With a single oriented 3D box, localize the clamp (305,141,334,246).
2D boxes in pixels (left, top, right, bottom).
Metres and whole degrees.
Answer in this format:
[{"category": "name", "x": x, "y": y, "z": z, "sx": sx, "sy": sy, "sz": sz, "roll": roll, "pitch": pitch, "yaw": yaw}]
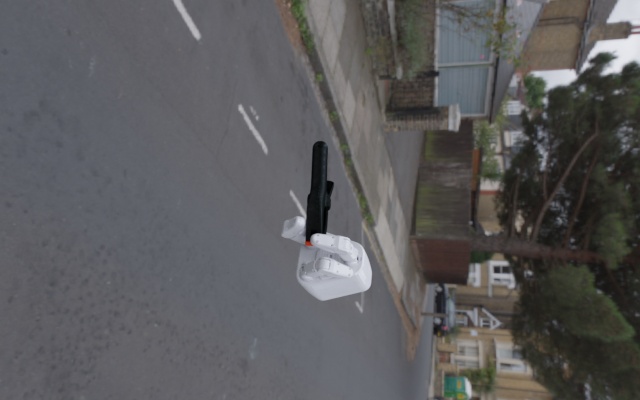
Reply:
[{"category": "clamp", "x": 0.001, "y": 0.003, "z": 0.784, "sx": 0.039, "sy": 0.171, "sz": 0.120, "roll": 0, "pitch": -26, "yaw": 16}]
